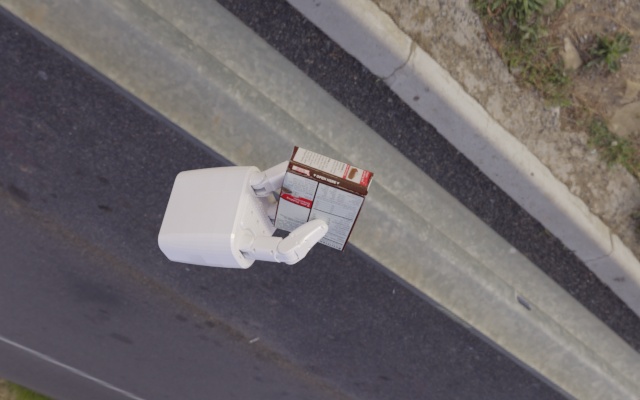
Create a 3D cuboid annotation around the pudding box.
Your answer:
[{"bbox_3d":[0.000,0.002,0.528,0.090,0.039,0.114,19,-37,1],"label":"pudding box"}]
